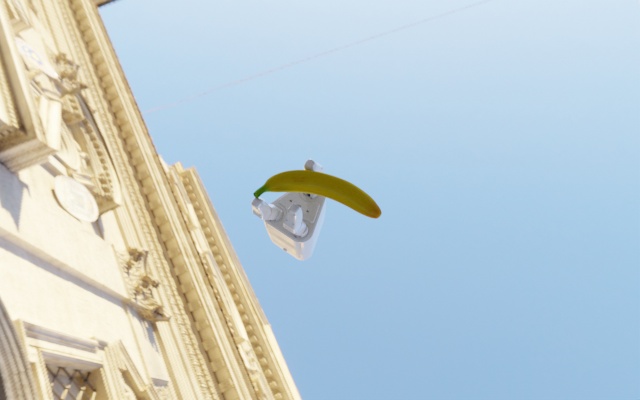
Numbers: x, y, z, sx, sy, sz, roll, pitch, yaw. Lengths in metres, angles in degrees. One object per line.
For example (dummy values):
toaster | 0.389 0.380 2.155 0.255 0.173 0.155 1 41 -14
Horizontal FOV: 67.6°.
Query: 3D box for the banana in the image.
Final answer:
banana | 0.000 -0.014 0.748 0.198 0.069 0.037 8 -30 4
